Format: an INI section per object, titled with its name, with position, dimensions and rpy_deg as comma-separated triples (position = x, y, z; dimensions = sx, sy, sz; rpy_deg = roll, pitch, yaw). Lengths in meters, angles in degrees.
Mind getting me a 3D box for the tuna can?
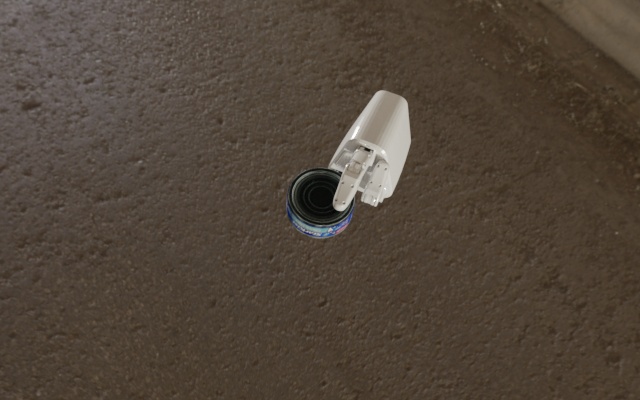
[tuna can]
position = 0.000, 0.002, 0.597
dimensions = 0.086, 0.086, 0.034
rpy_deg = 0, -28, -6
